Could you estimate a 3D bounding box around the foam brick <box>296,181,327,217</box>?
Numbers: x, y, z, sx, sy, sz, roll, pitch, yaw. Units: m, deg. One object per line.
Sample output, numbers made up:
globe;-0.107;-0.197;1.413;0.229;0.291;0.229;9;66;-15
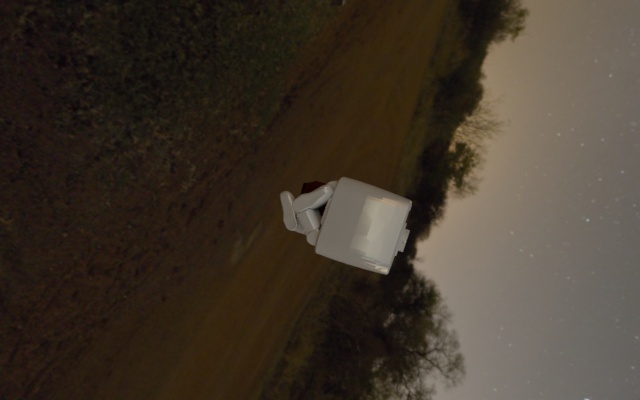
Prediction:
foam brick;0.000;0.002;0.743;0.051;0.053;0.078;17;9;11
